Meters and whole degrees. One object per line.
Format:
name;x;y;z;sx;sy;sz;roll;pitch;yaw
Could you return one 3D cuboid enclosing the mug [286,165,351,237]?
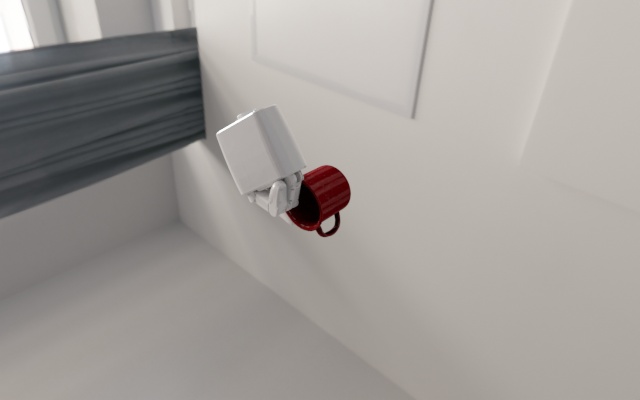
mug;0.001;0.004;0.784;0.081;0.117;0.093;-30;11;-39
